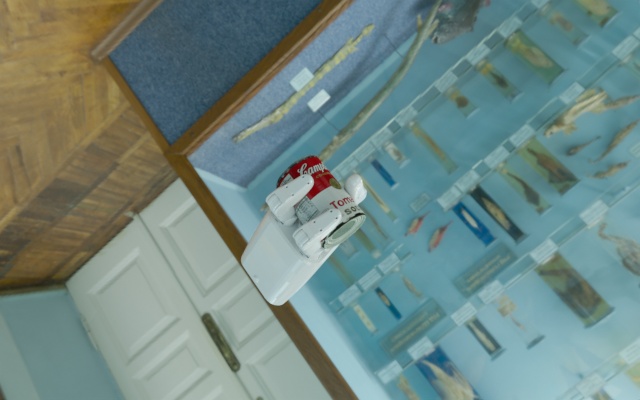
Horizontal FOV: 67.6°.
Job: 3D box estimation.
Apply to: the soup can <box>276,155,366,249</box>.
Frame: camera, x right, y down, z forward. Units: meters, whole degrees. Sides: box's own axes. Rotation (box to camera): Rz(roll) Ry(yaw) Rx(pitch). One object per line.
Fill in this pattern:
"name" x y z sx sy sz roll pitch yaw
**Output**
"soup can" 0.001 0.002 0.599 0.068 0.102 0.068 -34 -19 -14
